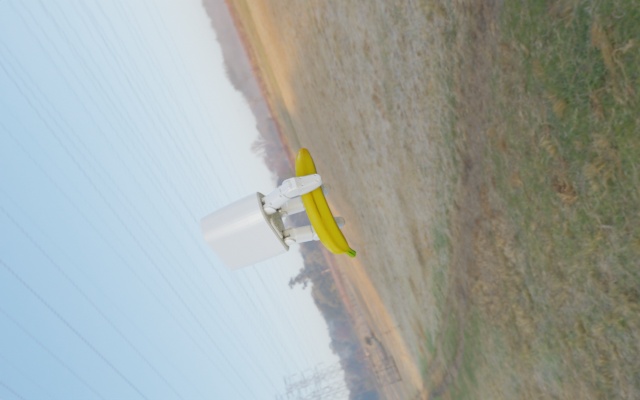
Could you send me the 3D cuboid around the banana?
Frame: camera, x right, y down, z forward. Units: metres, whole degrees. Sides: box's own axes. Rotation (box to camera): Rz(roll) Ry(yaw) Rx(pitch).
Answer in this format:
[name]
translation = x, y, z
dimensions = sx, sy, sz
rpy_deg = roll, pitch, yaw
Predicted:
[banana]
translation = -0.003, 0.005, 0.754
dimensions = 0.037, 0.198, 0.069
rpy_deg = -25, -7, 13
